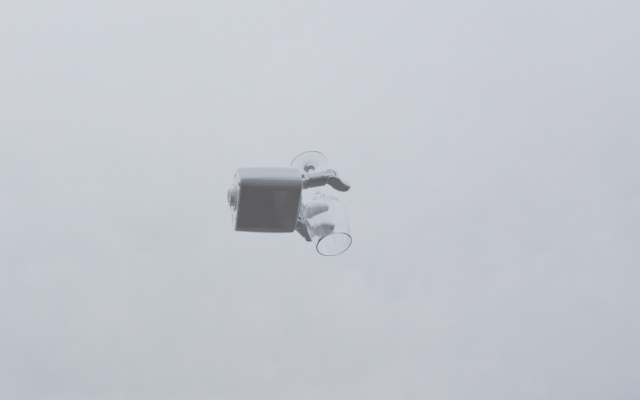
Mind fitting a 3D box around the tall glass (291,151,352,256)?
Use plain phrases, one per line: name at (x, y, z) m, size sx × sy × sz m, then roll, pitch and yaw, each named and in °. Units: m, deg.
tall glass at (0.000, 0.002, 0.860) m, size 0.079 × 0.201 × 0.079 m, roll -10°, pitch -42°, yaw -9°
